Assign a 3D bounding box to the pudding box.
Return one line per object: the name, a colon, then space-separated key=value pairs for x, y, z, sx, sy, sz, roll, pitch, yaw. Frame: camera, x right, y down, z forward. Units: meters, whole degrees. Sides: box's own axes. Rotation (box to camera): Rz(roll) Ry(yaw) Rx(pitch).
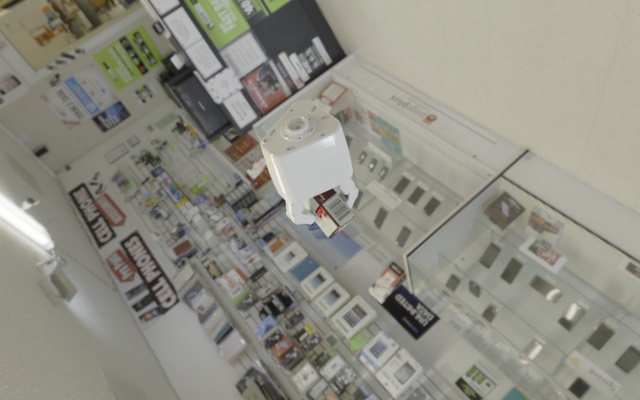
pudding box: x=0.000 y=0.003 z=0.784 sx=0.039 sy=0.113 sz=0.090 roll=-37 pitch=-7 yaw=-16
